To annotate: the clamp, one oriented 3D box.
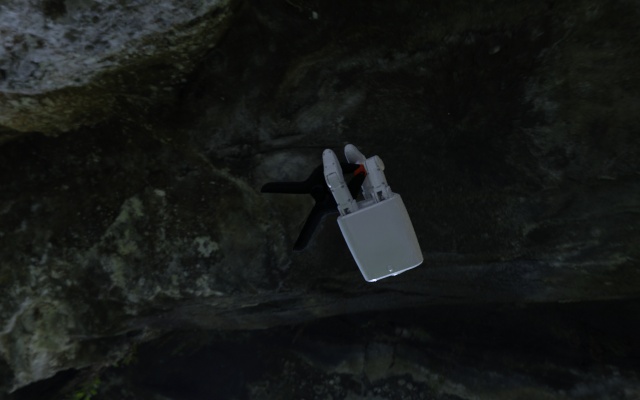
[{"bbox_3d":[0.000,0.002,0.739,0.171,0.120,0.039,-22,4,18],"label":"clamp"}]
